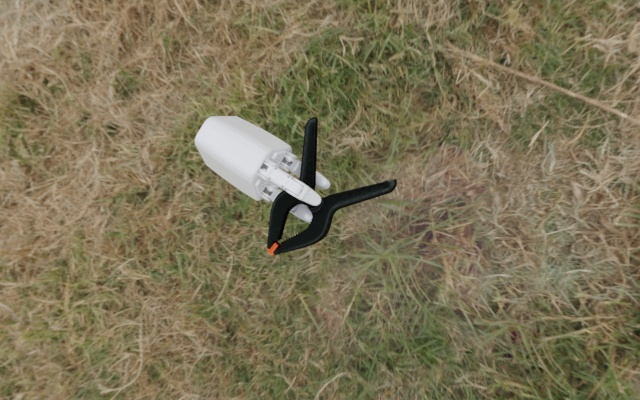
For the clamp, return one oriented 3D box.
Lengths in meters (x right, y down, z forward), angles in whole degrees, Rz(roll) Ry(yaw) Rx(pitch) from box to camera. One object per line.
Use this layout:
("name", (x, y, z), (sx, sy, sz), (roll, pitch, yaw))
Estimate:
("clamp", (-0.001, 0.003, 0.709), (0.164, 0.210, 0.036), (32, 1, 10))
